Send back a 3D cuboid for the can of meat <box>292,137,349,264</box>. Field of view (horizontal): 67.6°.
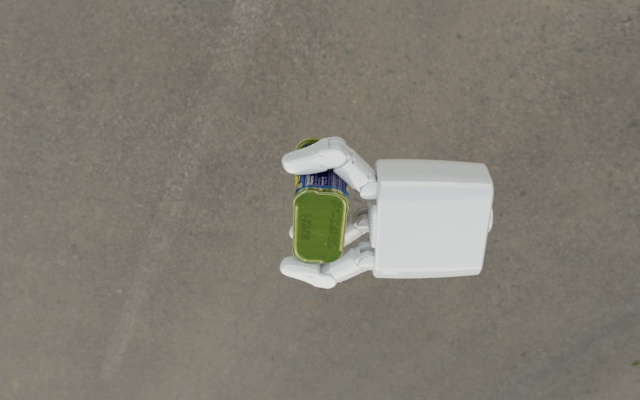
[{"bbox_3d":[0.000,0.002,0.483,0.057,0.102,0.083,3,40,-1],"label":"can of meat"}]
